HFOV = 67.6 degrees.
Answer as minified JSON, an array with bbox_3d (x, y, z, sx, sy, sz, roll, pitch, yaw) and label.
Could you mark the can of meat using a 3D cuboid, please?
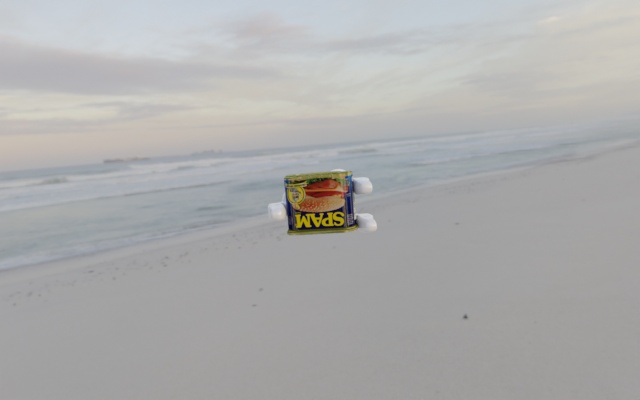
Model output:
[{"bbox_3d":[0.000,0.002,0.682,0.102,0.084,0.057,-4,6,10],"label":"can of meat"}]
